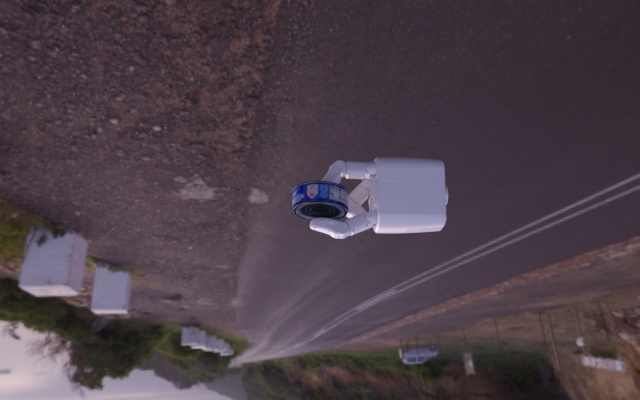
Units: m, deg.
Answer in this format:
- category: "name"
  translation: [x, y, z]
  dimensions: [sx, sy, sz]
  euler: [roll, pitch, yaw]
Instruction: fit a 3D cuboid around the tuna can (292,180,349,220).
- category: "tuna can"
  translation: [0.000, 0.003, 0.717]
  dimensions: [0.086, 0.033, 0.086]
  euler: [2, -22, 1]
